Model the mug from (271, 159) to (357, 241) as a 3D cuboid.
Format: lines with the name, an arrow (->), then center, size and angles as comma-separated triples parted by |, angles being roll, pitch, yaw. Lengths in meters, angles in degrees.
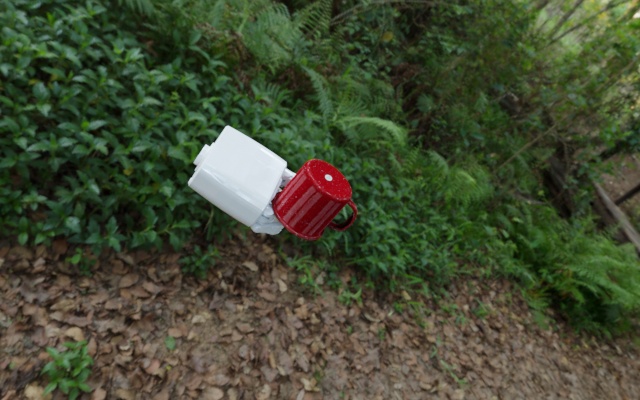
mug -> 0.001, 0.003, 0.683 | 0.117, 0.081, 0.093 | 33, 31, -15
